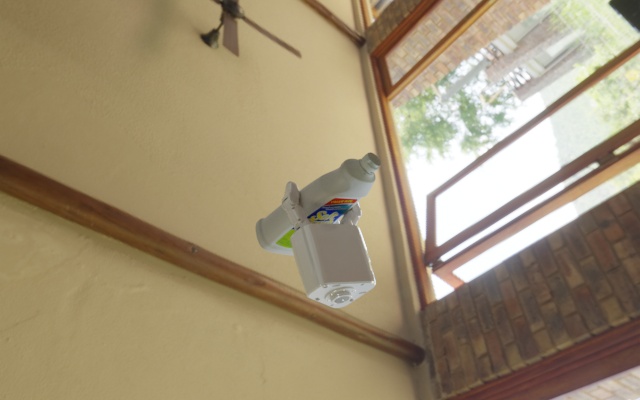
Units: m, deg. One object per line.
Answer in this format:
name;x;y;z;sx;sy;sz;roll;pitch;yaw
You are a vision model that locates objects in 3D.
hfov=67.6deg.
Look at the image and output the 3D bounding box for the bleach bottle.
bleach bottle;0.000;0.003;0.816;0.102;0.068;0.251;17;-46;-40
